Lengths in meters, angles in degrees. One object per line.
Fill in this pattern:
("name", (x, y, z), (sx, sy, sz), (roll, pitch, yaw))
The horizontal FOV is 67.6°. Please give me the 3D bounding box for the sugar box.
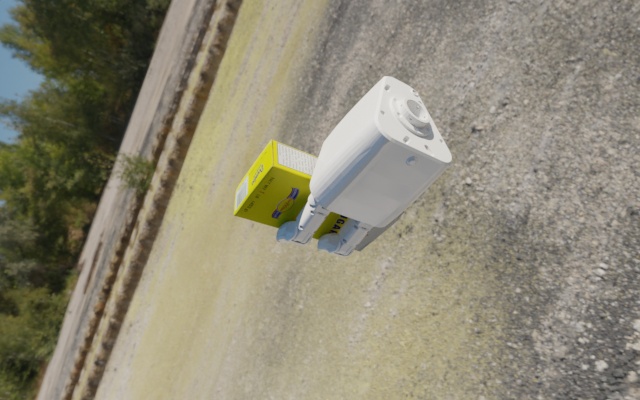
("sugar box", (0.000, 0.002, 0.547), (0.176, 0.048, 0.093), (20, -45, -26))
